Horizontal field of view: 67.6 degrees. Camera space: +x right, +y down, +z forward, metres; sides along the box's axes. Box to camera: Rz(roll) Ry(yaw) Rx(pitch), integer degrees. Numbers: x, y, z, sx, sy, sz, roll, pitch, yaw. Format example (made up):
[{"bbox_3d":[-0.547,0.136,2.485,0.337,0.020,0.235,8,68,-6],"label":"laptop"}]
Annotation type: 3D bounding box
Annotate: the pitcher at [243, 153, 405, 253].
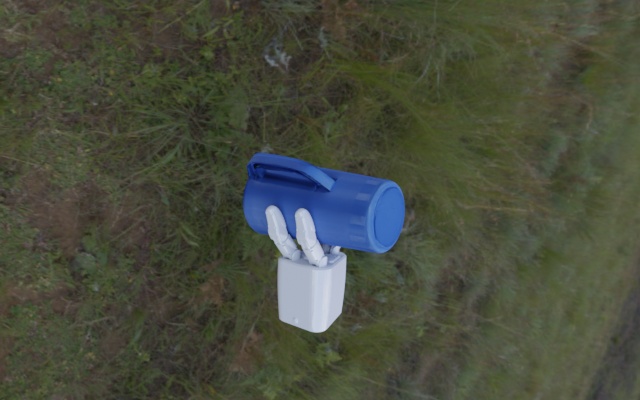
[{"bbox_3d":[0.000,0.003,0.752,0.243,0.145,0.149,9,10,36],"label":"pitcher"}]
